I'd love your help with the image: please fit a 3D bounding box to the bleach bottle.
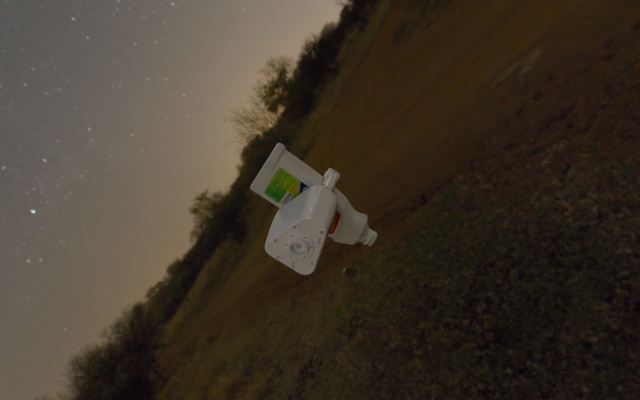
[{"bbox_3d":[0.000,0.003,0.890,0.251,0.103,0.068,32,29,-8],"label":"bleach bottle"}]
